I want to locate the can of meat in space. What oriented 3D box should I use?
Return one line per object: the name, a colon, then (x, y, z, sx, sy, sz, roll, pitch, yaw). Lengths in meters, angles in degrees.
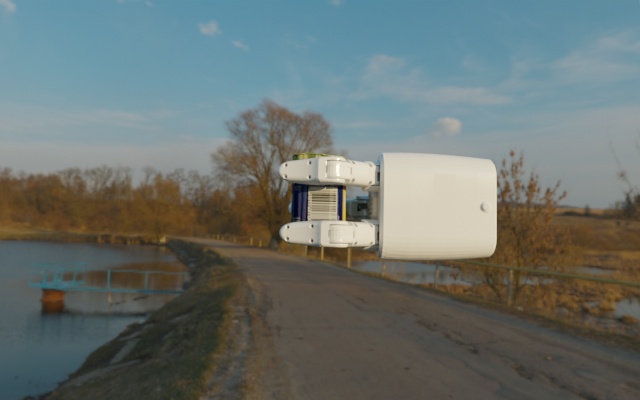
can of meat: (0.000, 0.001, 0.478, 0.057, 0.084, 0.102, 1, -4, 3)
